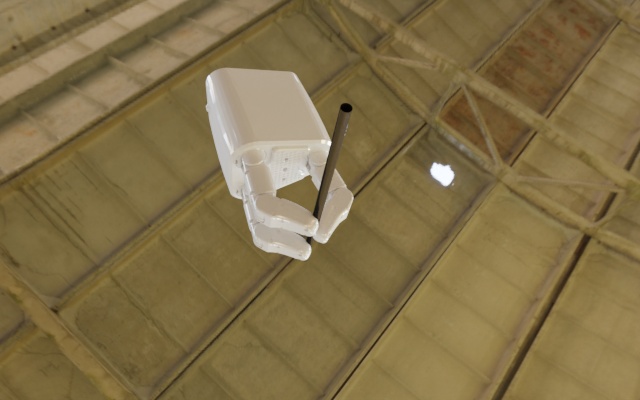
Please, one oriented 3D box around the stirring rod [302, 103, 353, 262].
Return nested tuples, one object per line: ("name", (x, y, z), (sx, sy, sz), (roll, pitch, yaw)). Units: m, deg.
("stirring rod", (0.000, 0.001, 0.406), (0.011, 0.011, 0.240), (0, -30, -9))
